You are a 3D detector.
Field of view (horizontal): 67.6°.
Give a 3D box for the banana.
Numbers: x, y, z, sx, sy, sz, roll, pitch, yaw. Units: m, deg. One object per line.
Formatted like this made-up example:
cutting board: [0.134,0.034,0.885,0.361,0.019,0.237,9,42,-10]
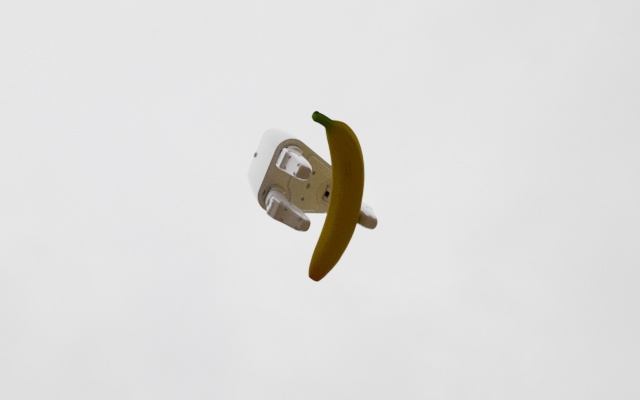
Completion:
banana: [0.017,-0.004,0.530,0.069,0.198,0.037,-9,23,-23]
